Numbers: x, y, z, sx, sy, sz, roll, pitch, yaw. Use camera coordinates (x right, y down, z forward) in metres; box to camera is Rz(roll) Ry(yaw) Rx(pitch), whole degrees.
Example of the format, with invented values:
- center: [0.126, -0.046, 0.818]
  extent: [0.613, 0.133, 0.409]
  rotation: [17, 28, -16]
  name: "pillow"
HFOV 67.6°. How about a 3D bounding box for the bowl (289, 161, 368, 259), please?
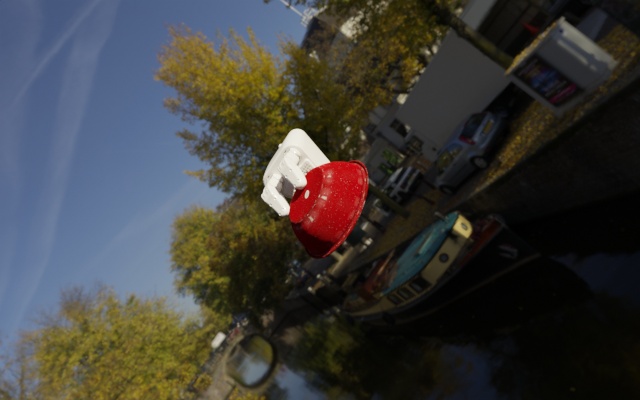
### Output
- center: [0.000, 0.003, 0.710]
  extent: [0.055, 0.162, 0.162]
  rotation: [27, -12, -25]
  name: "bowl"
